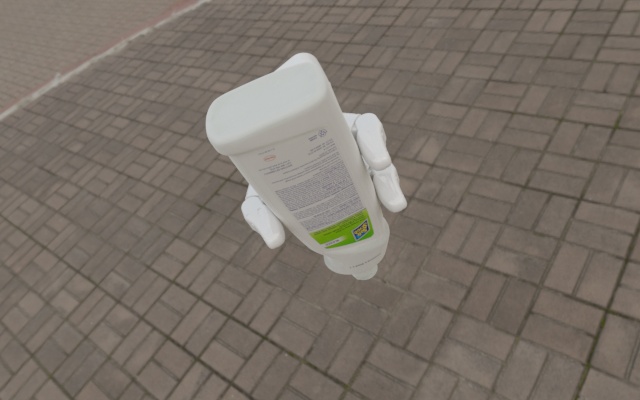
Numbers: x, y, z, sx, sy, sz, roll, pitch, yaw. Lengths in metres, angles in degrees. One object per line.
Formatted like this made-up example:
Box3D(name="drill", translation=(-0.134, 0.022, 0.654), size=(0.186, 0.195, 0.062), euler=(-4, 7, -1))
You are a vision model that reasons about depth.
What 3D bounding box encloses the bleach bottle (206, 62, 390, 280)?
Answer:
Box3D(name="bleach bottle", translation=(0.000, 0.001, 0.444), size=(0.102, 0.068, 0.251), euler=(-21, -45, 7))
